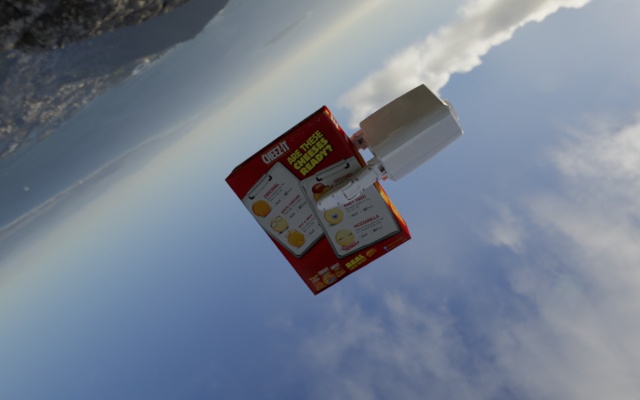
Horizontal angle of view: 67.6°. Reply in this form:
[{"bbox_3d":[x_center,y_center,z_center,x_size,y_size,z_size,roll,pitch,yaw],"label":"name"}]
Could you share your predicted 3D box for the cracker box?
[{"bbox_3d":[0.000,0.002,0.669,0.164,0.214,0.072,-33,15,12],"label":"cracker box"}]
